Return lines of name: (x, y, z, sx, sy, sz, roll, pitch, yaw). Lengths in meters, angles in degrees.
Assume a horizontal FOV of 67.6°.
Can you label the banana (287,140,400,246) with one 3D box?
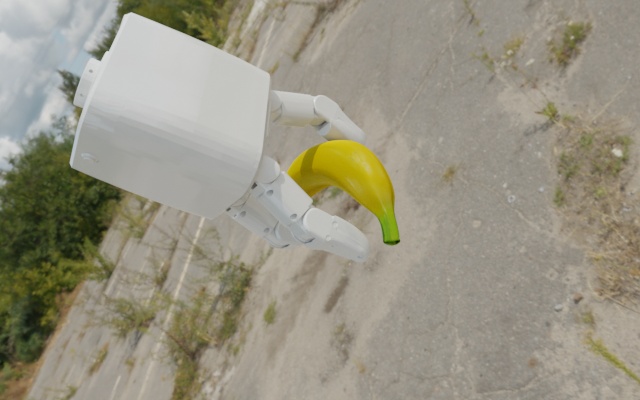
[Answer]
banana: (0.006, -0.016, 0.399, 0.037, 0.069, 0.198, 12, 2, -25)
